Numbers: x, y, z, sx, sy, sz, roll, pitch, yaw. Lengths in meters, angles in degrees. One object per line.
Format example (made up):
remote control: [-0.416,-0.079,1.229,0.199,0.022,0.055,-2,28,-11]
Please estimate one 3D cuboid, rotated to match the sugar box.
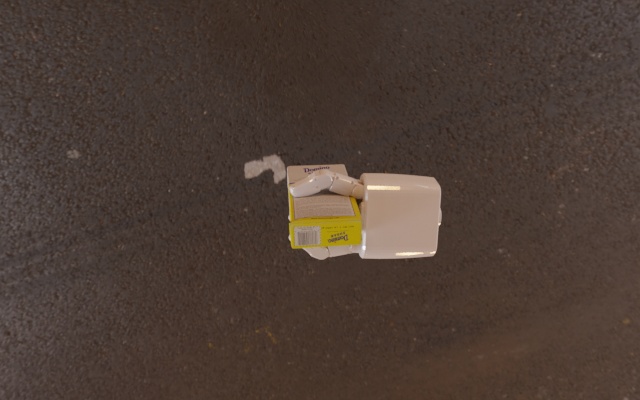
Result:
sugar box: [0.000,0.003,0.682,0.093,0.048,0.176,-2,26,-4]
